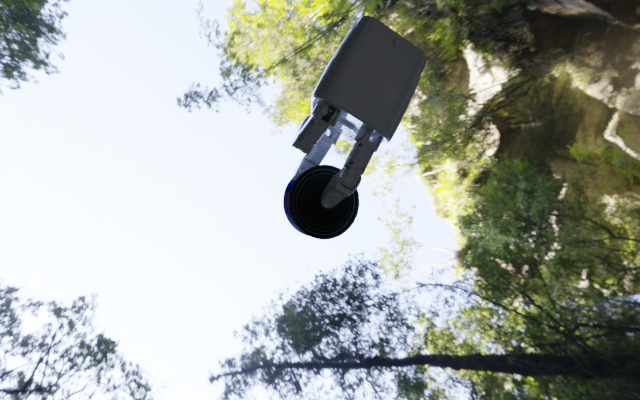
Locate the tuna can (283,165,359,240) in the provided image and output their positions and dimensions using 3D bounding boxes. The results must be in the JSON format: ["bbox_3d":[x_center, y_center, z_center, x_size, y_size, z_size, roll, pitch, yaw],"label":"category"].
[{"bbox_3d":[0.000,0.002,0.560,0.086,0.086,0.034,0,0,-20],"label":"tuna can"}]
